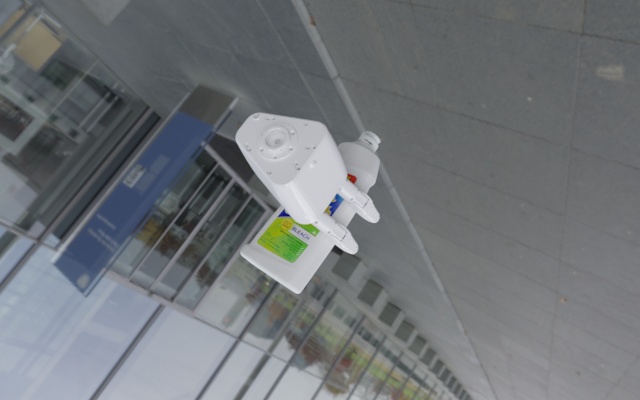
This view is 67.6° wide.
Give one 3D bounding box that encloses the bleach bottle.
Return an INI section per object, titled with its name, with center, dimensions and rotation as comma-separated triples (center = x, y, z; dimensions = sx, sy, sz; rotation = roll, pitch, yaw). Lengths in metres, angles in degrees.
[bleach bottle]
center = 0.000, 0.002, 0.684
dimensions = 0.102, 0.250, 0.068
rotation = 29, -14, 24
